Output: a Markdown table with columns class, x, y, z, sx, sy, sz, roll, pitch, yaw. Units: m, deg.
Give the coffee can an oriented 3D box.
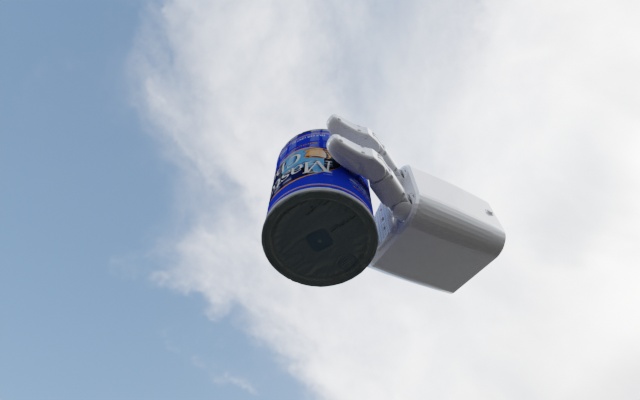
| class | x | y | z | sx | sy | sz | roll | pitch | yaw |
| --- | --- | --- | --- | --- | --- | --- | --- | --- | --- |
| coffee can | 0.000 | 0.002 | 0.476 | 0.103 | 0.103 | 0.140 | 0 | 30 | 1 |
